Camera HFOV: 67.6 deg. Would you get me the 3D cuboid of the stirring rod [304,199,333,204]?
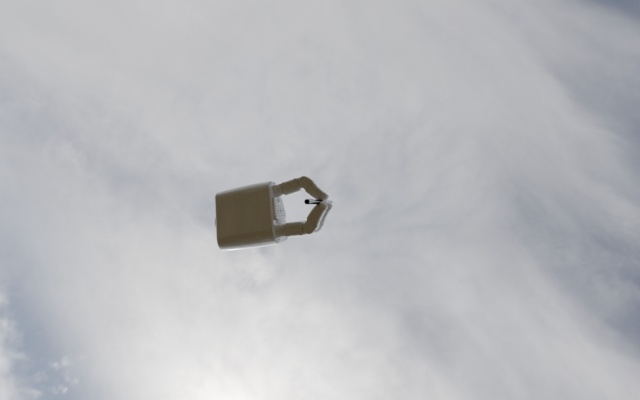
[{"bbox_3d":[0.000,0.003,0.821,0.011,0.011,0.239,0,0,10],"label":"stirring rod"}]
